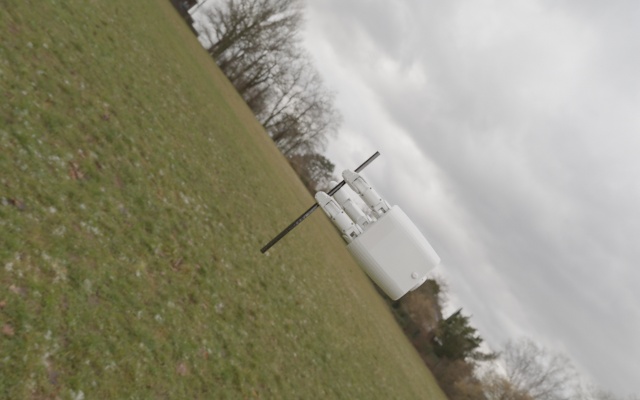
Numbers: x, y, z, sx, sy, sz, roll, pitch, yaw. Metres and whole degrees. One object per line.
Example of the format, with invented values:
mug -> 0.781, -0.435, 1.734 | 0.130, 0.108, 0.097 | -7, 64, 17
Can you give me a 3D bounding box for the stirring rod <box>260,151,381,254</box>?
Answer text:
stirring rod -> 0.000, 0.003, 0.746 | 0.239, 0.011, 0.011 | -40, 2, -2
